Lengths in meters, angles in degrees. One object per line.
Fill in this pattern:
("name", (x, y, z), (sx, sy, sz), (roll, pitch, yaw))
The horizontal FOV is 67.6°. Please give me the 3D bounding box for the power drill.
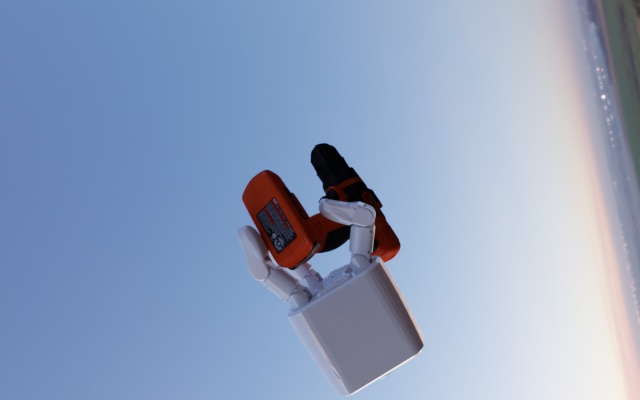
("power drill", (0.000, 0.002, 0.571), (0.187, 0.184, 0.057), (-6, -34, -50))
